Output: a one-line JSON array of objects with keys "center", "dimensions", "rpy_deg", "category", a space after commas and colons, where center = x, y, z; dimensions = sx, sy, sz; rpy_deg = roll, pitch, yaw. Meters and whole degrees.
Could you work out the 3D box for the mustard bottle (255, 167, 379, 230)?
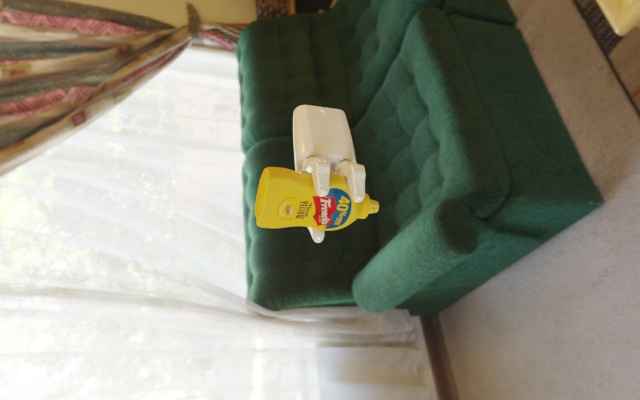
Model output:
[{"center": [0.000, 0.003, 0.739], "dimensions": [0.191, 0.096, 0.058], "rpy_deg": [5, 34, -18], "category": "mustard bottle"}]
